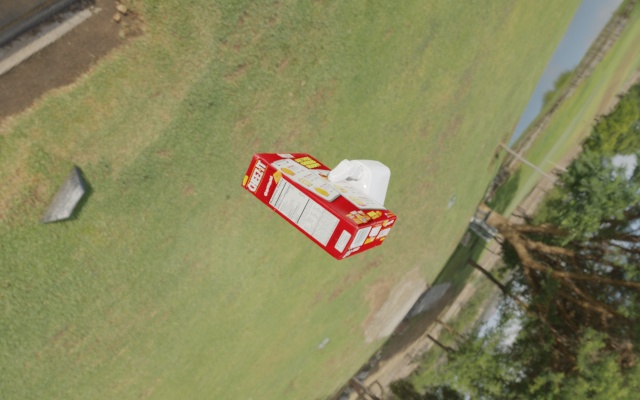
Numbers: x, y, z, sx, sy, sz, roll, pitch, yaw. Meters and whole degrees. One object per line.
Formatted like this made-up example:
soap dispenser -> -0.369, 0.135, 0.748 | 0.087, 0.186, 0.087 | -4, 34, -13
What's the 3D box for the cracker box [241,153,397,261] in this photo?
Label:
cracker box -> 0.000, 0.003, 0.793 | 0.213, 0.072, 0.164 | 36, 21, 22
